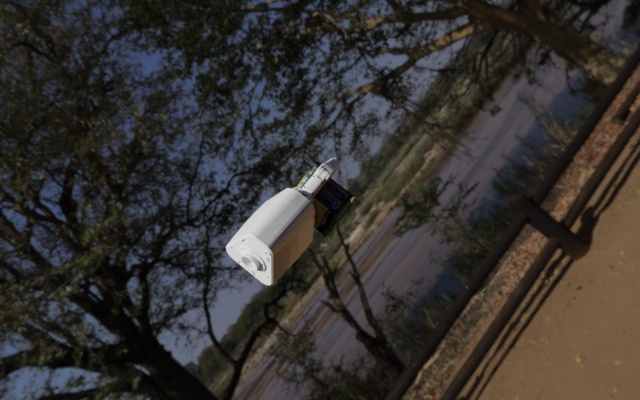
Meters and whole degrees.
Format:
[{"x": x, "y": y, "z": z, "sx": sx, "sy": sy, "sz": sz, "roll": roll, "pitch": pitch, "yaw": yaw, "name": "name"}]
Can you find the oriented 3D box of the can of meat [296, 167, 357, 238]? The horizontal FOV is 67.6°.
[{"x": 0.000, "y": 0.002, "z": 0.787, "sx": 0.084, "sy": 0.057, "sz": 0.102, "roll": 38, "pitch": -32, "yaw": 4, "name": "can of meat"}]
